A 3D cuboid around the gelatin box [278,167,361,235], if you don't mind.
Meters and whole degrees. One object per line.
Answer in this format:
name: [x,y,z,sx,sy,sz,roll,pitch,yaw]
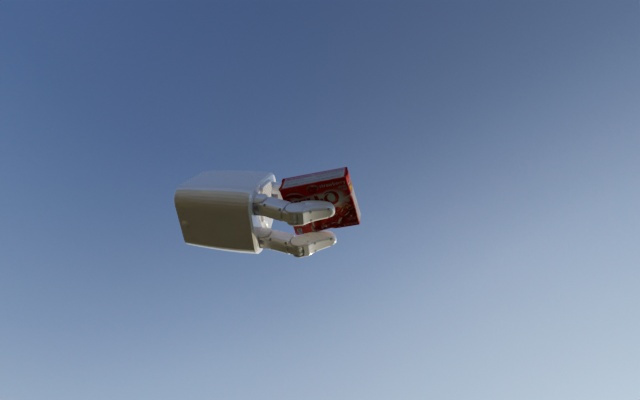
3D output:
gelatin box: [0.000,0.002,0.608,0.089,0.073,0.030,-10,31,13]
